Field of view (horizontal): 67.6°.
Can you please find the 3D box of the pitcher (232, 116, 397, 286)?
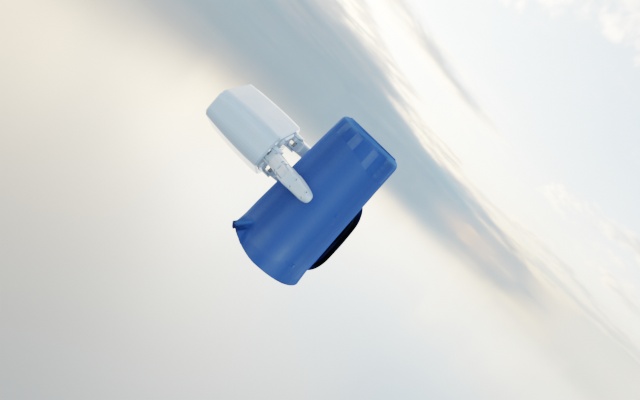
[{"bbox_3d":[0.000,0.002,0.711,0.145,0.243,0.149,44,9,2],"label":"pitcher"}]
